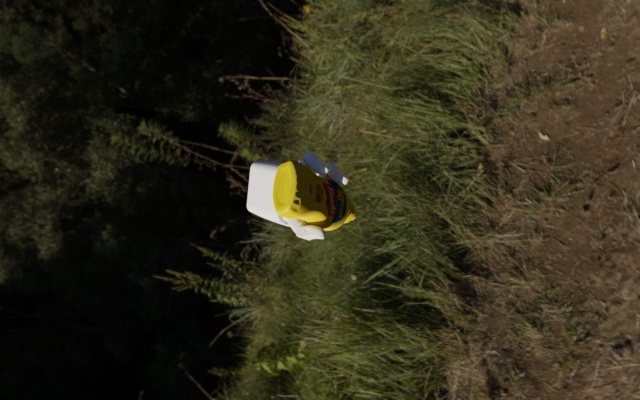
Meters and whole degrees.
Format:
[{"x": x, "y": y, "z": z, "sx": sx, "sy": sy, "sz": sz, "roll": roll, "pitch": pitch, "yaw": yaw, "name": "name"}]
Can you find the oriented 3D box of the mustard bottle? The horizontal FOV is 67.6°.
[{"x": 0.000, "y": 0.003, "z": 0.859, "sx": 0.058, "sy": 0.096, "sz": 0.192, "roll": -16, "pitch": -27, "yaw": 38, "name": "mustard bottle"}]
